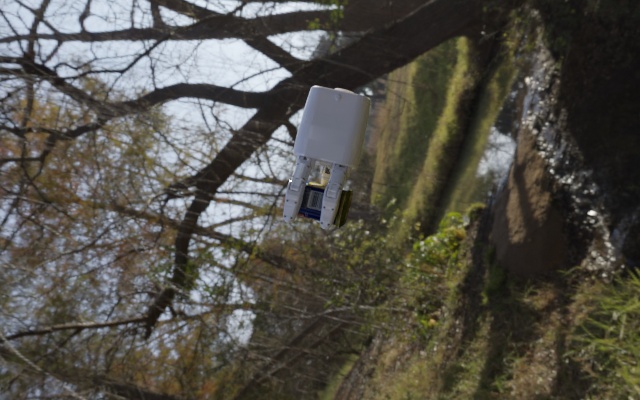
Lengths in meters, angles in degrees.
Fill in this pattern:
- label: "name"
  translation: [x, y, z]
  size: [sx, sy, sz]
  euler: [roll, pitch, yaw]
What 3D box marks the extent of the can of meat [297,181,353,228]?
- label: "can of meat"
  translation: [0.000, 0.002, 0.742]
  size: [0.084, 0.057, 0.102]
  euler: [14, 4, 9]
